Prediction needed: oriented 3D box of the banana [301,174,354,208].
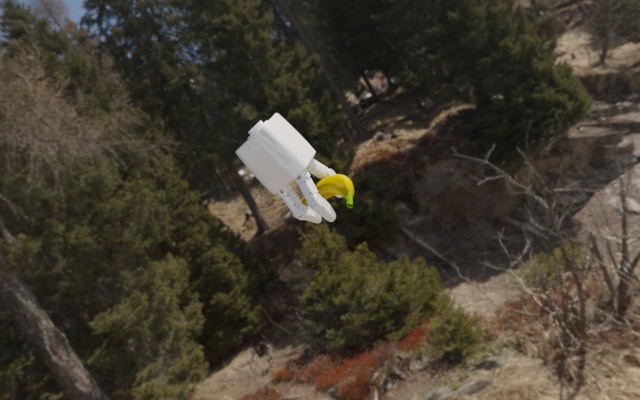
[{"bbox_3d":[0.010,-0.013,0.898,0.037,0.069,0.198,35,-21,-19],"label":"banana"}]
